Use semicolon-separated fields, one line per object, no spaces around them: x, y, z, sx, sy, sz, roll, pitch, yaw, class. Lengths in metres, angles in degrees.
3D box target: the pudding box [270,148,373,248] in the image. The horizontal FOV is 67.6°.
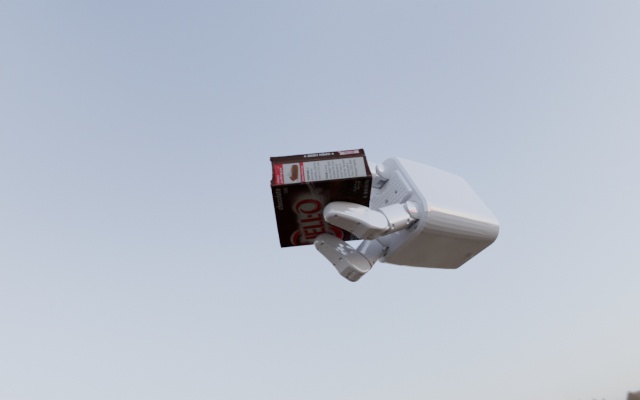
0.000;0.001;0.462;0.090;0.039;0.114;-6;-37;-3;pudding box
